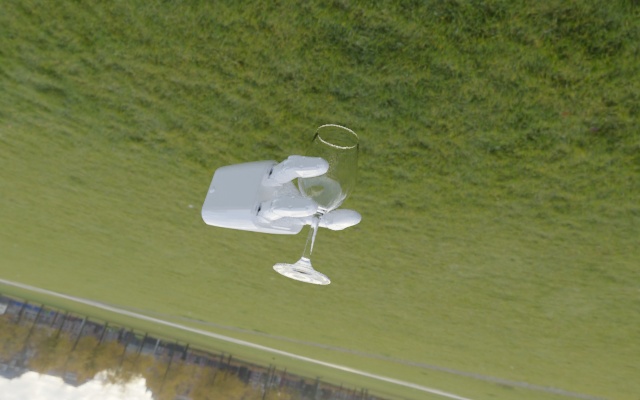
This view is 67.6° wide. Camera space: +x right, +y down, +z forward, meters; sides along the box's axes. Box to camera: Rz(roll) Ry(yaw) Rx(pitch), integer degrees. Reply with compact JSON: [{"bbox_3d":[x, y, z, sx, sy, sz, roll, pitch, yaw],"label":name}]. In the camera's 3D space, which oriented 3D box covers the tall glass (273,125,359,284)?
[{"bbox_3d":[0.000,0.003,0.626,0.079,0.201,0.079,13,-20,5],"label":"tall glass"}]
